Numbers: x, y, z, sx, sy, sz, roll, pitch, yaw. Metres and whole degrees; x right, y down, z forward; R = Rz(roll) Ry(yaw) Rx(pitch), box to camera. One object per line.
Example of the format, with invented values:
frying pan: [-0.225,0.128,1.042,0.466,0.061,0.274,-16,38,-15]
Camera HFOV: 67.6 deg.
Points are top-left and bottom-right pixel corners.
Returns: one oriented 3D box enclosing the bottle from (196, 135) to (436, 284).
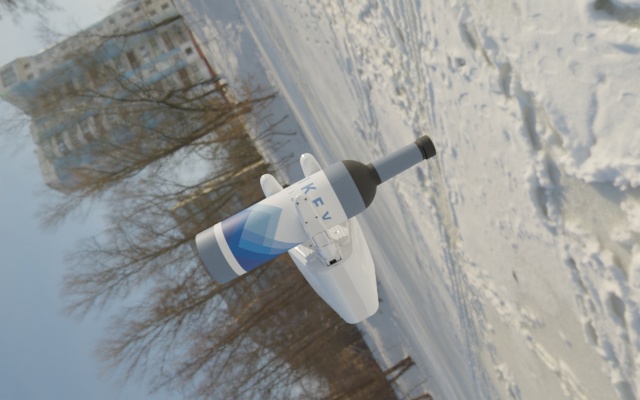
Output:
bottle: [0.000,0.002,0.565,0.296,0.069,0.069,-27,0,0]
